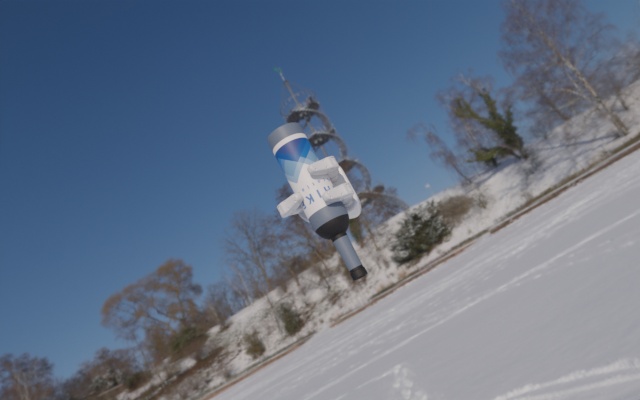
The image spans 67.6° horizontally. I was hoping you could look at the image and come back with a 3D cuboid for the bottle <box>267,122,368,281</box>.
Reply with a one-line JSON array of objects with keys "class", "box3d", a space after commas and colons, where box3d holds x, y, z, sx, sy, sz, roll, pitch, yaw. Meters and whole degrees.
[{"class": "bottle", "box3d": [0.000, 0.002, 0.833, 0.069, 0.295, 0.069, -26, -15, -7]}]
